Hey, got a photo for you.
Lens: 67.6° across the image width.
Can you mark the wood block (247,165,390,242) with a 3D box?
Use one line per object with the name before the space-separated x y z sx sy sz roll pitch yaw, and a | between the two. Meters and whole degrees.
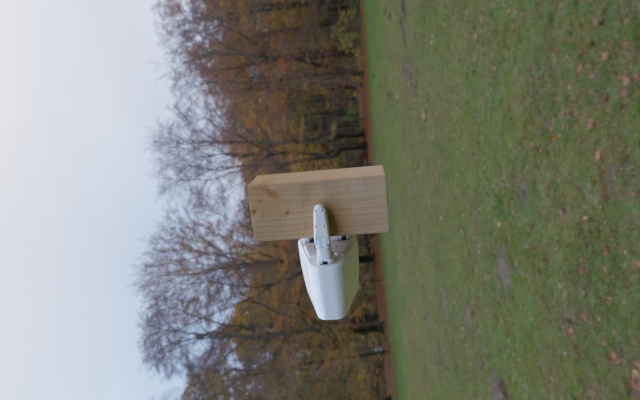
wood block | 0.000 0.003 0.751 0.206 0.090 0.090 -5 15 5
